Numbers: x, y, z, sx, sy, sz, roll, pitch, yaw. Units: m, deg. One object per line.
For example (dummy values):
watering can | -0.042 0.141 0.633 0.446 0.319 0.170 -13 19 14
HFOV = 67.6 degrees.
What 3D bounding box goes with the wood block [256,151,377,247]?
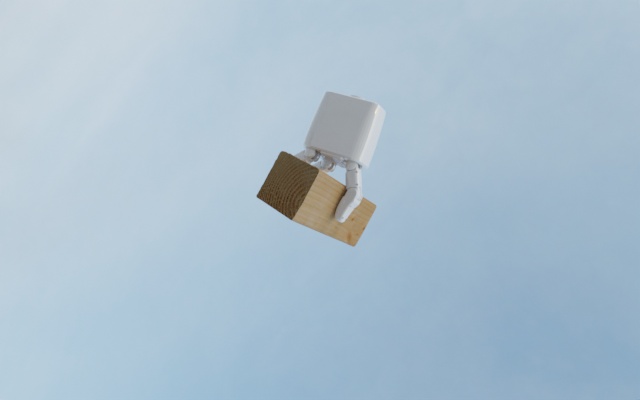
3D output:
wood block | 0.001 0.003 0.823 0.090 0.090 0.206 30 1 36
